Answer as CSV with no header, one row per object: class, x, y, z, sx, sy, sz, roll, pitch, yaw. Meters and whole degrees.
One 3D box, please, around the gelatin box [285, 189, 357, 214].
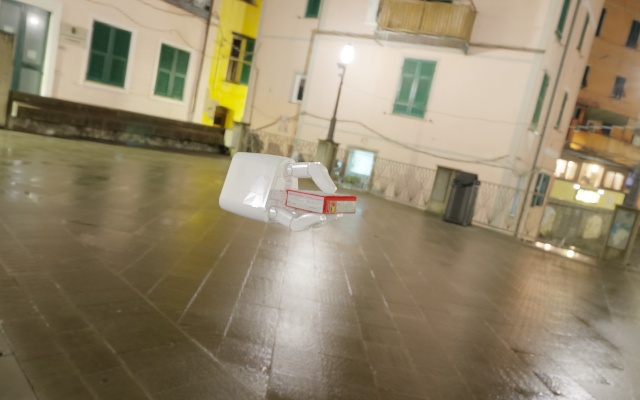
gelatin box,0.000,0.002,0.751,0.089,0.030,0.073,10,6,44
